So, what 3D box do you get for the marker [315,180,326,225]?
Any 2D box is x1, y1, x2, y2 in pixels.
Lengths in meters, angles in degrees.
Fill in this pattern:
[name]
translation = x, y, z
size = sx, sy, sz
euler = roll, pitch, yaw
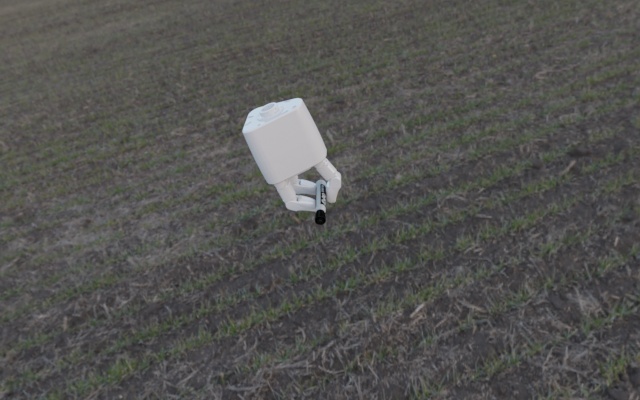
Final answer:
[marker]
translation = 0.000, 0.003, 0.842
size = 0.020, 0.020, 0.121
euler = 0, 34, 1
